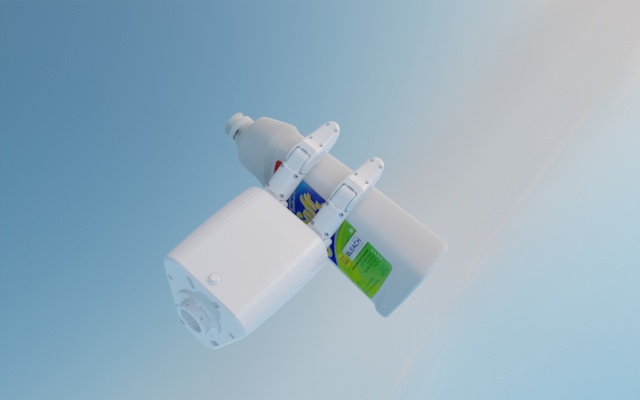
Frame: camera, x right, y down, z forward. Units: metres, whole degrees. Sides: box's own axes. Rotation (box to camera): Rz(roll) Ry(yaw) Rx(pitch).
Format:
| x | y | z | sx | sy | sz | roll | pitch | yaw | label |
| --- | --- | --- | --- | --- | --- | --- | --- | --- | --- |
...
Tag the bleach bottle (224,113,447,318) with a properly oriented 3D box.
| x | y | z | sx | sy | sz | roll | pitch | yaw | label |
| --- | --- | --- | --- | --- | --- | --- | --- | --- | --- |
| 0.000 | 0.002 | 0.487 | 0.068 | 0.251 | 0.103 | -41 | -15 | -38 | bleach bottle |
